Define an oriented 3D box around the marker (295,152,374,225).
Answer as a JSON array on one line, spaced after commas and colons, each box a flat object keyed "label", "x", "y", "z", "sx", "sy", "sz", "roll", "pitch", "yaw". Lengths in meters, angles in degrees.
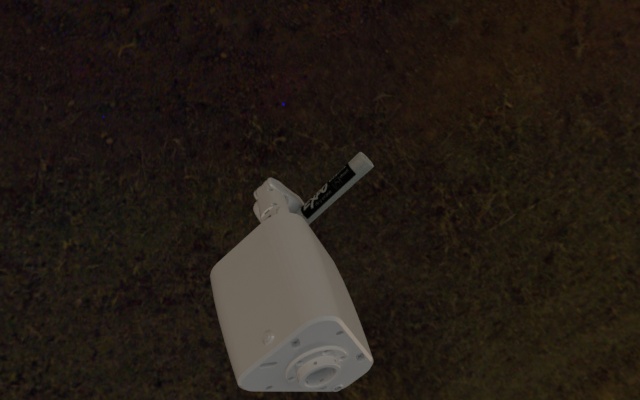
[{"label": "marker", "x": 0.000, "y": 0.001, "z": 0.453, "sx": 0.121, "sy": 0.020, "sz": 0.020, "roll": -43, "pitch": -14, "yaw": 15}]
